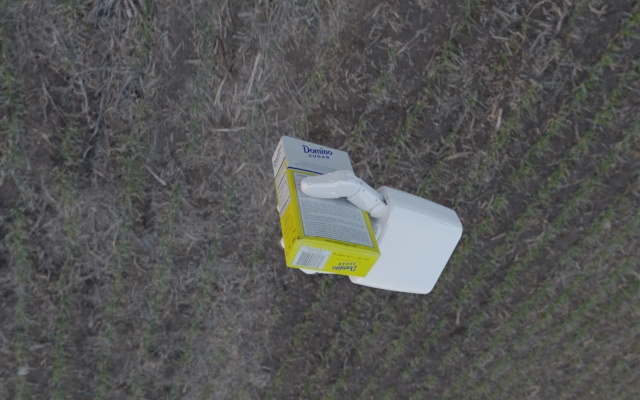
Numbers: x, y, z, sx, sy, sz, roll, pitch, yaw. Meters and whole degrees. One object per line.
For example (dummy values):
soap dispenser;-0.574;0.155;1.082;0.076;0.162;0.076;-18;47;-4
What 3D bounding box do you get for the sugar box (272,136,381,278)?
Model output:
sugar box;0.000;0.002;0.543;0.093;0.048;0.176;13;36;-22
